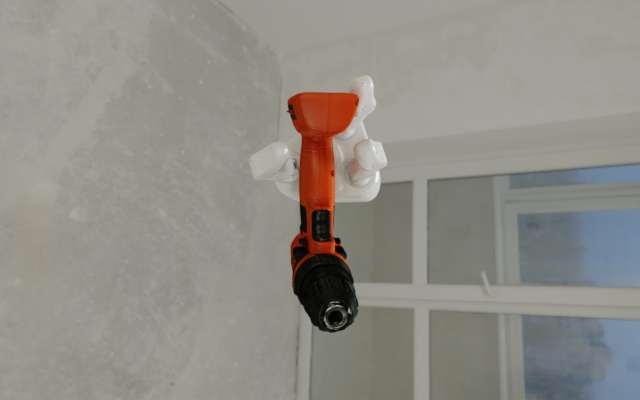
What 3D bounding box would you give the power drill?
[{"bbox_3d":[0.000,0.001,0.422,0.057,0.188,0.184,1,10,-9],"label":"power drill"}]
